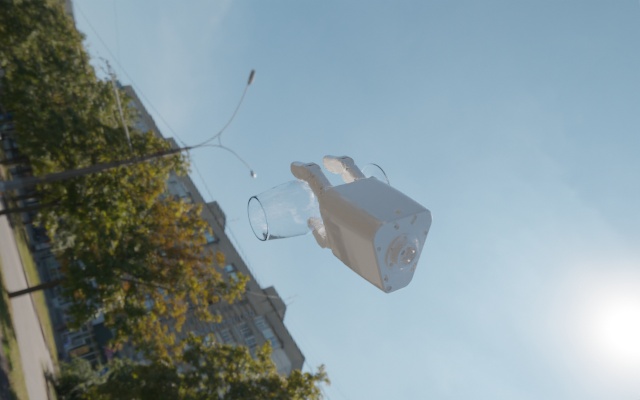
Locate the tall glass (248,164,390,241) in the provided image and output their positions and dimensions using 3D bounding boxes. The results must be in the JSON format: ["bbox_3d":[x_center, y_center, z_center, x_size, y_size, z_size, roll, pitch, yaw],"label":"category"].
[{"bbox_3d":[0.001,0.002,0.681,0.201,0.079,0.079,-15,7,-29],"label":"tall glass"}]
